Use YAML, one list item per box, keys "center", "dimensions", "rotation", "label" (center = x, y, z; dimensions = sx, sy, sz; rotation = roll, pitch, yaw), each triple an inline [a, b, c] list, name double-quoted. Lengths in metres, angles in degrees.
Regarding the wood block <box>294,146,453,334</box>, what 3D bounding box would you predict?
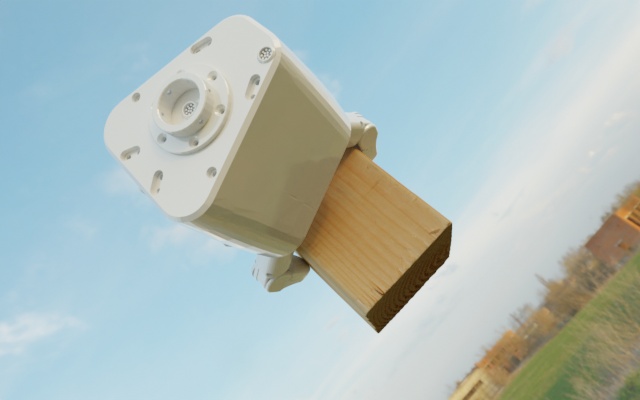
- center: [0.000, 0.001, 0.403]
  dimensions: [0.206, 0.091, 0.090]
  rotation: [42, -9, 25]
  label: "wood block"
